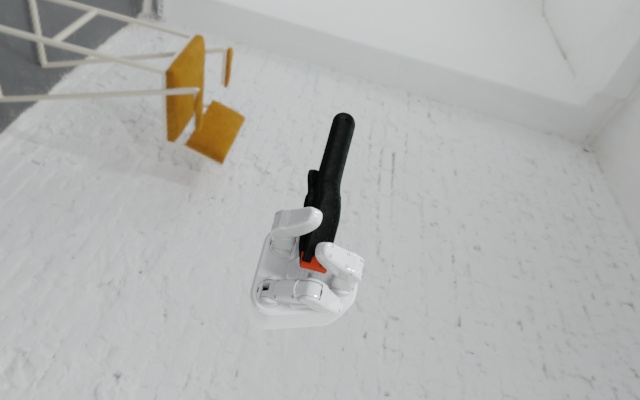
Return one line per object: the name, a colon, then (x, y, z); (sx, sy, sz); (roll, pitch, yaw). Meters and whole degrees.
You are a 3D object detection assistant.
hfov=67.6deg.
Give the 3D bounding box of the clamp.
clamp: (0.001, 0.002, 0.519); (0.039, 0.171, 0.120); (15, -27, -4)
